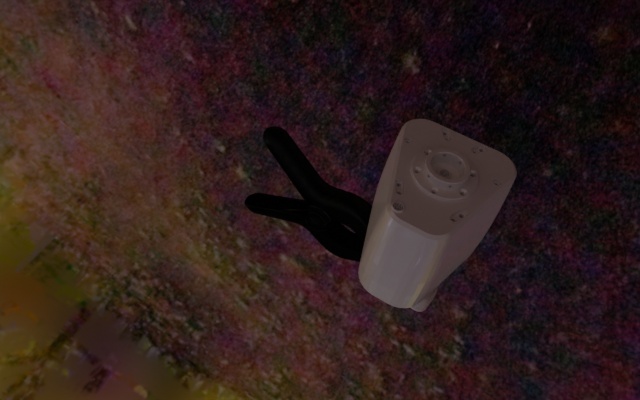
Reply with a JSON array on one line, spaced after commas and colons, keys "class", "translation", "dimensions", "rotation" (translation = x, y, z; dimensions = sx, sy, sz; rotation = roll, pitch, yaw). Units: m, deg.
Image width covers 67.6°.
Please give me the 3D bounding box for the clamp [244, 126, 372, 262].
[{"class": "clamp", "translation": [0.000, 0.002, 0.471], "dimensions": [0.171, 0.039, 0.120], "rotation": [26, -36, 12]}]
